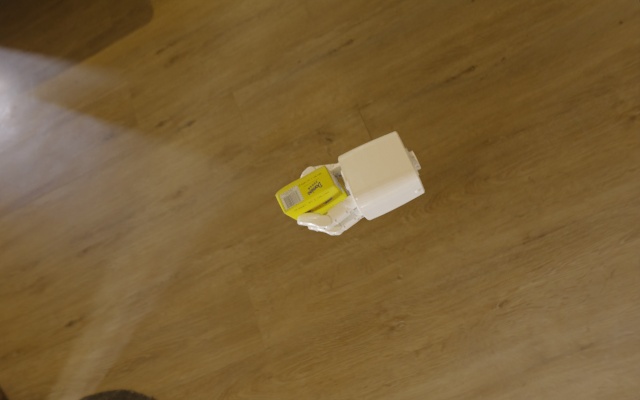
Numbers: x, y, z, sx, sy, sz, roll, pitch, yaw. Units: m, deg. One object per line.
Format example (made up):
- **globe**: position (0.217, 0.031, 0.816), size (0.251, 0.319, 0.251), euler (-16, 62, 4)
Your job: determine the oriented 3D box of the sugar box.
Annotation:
- **sugar box**: position (0.000, 0.003, 0.817), size (0.093, 0.048, 0.176), euler (-29, -22, 9)
